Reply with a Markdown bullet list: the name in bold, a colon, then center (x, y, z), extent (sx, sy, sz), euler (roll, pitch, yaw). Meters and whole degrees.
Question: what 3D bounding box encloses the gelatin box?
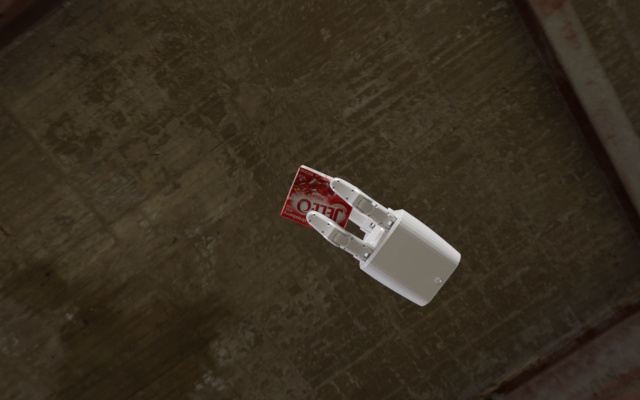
- **gelatin box**: center (0.000, 0.002, 0.656), extent (0.089, 0.073, 0.030), euler (22, 8, 0)
